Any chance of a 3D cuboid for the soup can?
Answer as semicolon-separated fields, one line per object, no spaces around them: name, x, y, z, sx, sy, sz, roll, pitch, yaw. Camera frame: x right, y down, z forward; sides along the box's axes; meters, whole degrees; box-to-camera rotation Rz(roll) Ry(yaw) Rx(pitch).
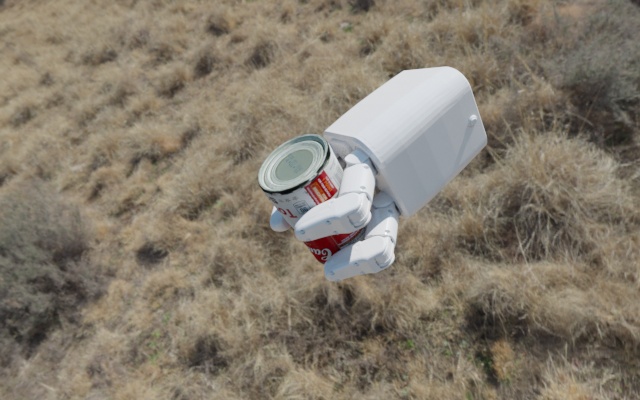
soup can;-0.001;0.001;0.415;0.068;0.068;0.102;0;-40;36
